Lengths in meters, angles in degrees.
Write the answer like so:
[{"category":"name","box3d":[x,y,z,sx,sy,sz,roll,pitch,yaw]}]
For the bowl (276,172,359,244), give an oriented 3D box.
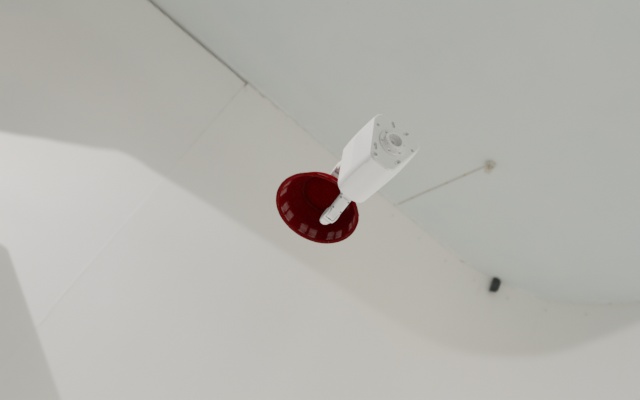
[{"category":"bowl","box3d":[-0.001,0.003,0.901,0.162,0.162,0.055,0,35,22]}]
